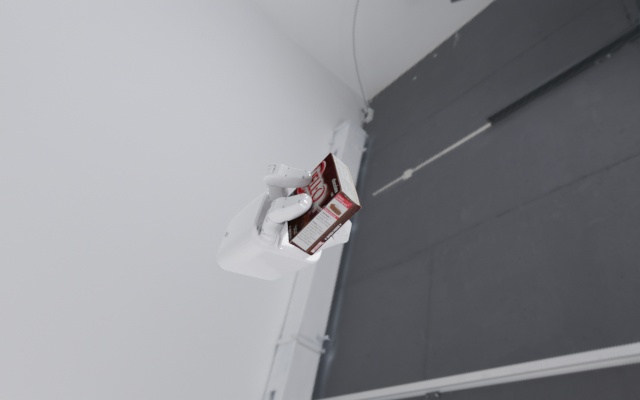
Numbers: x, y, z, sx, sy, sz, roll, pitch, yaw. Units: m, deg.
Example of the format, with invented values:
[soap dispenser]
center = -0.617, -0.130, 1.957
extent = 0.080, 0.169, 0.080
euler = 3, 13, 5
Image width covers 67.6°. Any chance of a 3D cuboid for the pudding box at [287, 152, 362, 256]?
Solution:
[pudding box]
center = 0.000, 0.002, 0.585
extent = 0.039, 0.090, 0.113
euler = 36, 19, -24
